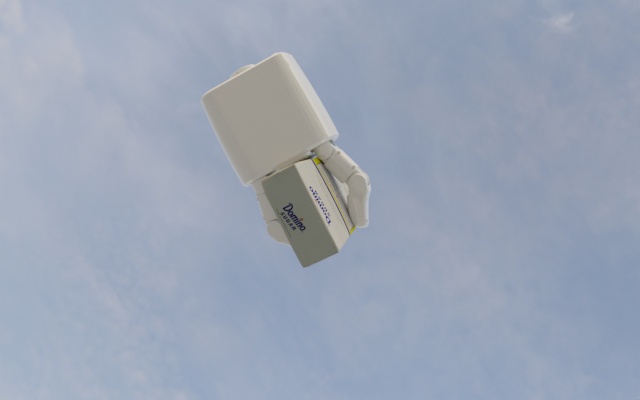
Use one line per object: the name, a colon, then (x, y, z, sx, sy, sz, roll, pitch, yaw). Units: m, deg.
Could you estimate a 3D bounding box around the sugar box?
sugar box: (0.000, 0.002, 0.517, 0.048, 0.093, 0.176, -26, 1, 19)
